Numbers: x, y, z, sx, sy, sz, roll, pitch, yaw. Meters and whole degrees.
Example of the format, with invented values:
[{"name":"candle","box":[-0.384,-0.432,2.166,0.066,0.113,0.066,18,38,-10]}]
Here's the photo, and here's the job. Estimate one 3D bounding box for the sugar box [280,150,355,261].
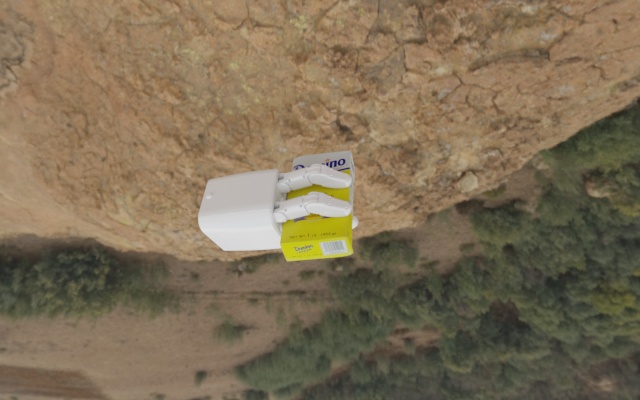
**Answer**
[{"name":"sugar box","box":[0.000,0.002,0.684,0.093,0.176,0.048,-6,-43,10]}]
